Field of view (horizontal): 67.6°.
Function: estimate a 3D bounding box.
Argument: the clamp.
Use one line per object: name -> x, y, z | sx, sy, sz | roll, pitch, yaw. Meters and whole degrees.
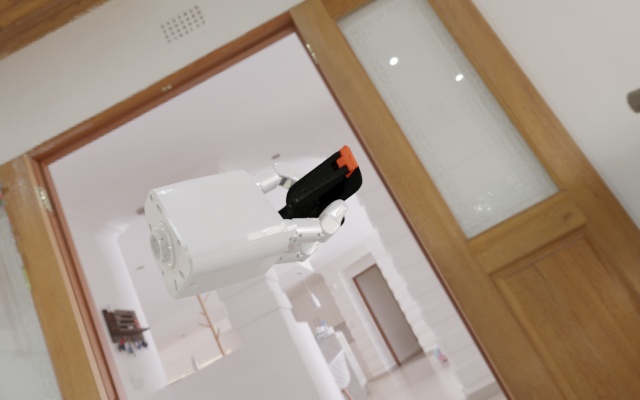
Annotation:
clamp -> 0.000, 0.001, 0.580 | 0.164, 0.036, 0.210 | -14, -22, -37
